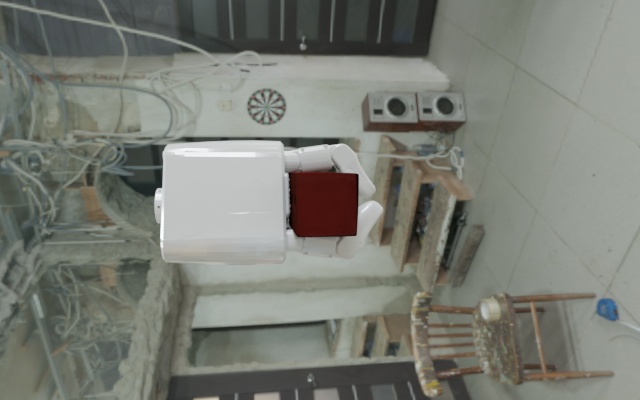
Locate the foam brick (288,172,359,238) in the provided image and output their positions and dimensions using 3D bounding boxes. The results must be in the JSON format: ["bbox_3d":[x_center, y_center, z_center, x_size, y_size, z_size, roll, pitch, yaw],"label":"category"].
[{"bbox_3d":[0.000,0.001,0.418,0.051,0.053,0.078,0,3,-9],"label":"foam brick"}]
